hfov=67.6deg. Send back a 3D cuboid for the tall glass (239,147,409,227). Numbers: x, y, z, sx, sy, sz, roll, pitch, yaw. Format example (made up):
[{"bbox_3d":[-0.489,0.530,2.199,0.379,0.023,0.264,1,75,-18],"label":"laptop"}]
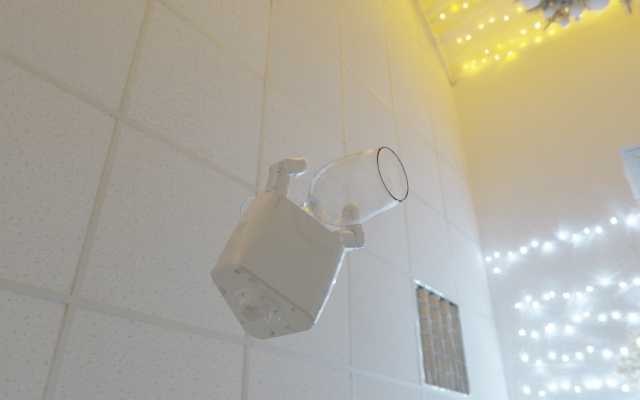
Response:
[{"bbox_3d":[0.000,0.002,0.558,0.201,0.079,0.079,-22,-12,34],"label":"tall glass"}]
